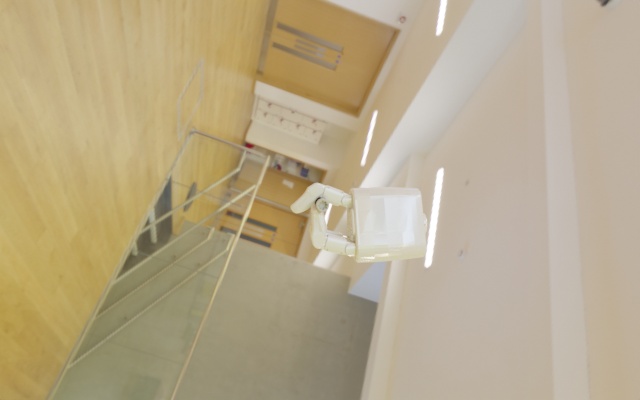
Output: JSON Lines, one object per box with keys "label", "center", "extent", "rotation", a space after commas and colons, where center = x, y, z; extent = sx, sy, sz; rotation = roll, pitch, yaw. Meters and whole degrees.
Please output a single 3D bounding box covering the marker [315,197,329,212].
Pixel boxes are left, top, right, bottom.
{"label": "marker", "center": [0.000, 0.002, 0.740], "extent": [0.020, 0.020, 0.121], "rotation": [0, 4, -3]}
